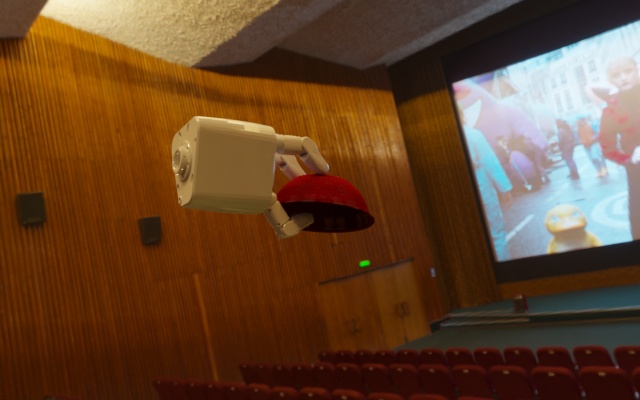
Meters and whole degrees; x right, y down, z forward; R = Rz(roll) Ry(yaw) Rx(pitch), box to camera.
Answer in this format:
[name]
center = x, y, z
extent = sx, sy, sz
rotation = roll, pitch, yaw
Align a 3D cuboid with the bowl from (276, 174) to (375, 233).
[bowl]
center = 0.001, 0.002, 0.704
extent = 0.162, 0.055, 0.162
rotation = 4, -18, 1
